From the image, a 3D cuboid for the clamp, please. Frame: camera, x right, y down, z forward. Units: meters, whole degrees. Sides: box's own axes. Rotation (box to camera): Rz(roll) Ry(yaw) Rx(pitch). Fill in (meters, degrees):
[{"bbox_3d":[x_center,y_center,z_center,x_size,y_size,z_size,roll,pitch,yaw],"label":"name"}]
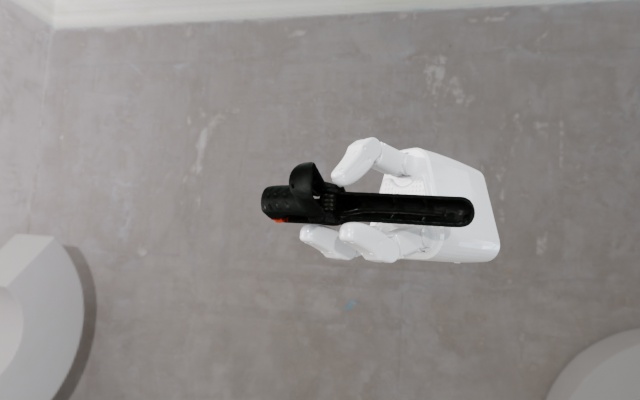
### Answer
[{"bbox_3d":[0.000,0.001,0.418,0.164,0.036,0.210,13,-10,-37],"label":"clamp"}]
